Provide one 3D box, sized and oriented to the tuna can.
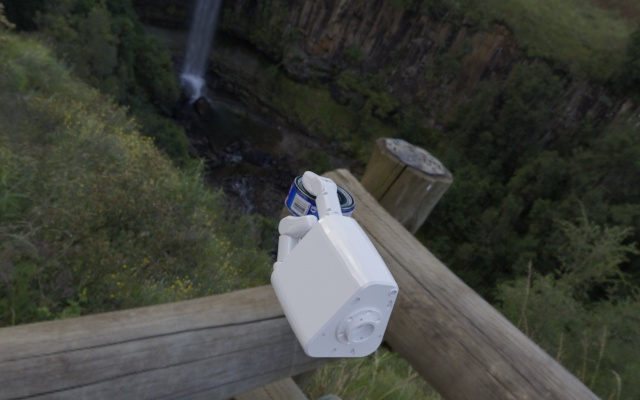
[{"bbox_3d":[0.000,0.001,0.610,0.086,0.034,0.086,19,23,-9],"label":"tuna can"}]
